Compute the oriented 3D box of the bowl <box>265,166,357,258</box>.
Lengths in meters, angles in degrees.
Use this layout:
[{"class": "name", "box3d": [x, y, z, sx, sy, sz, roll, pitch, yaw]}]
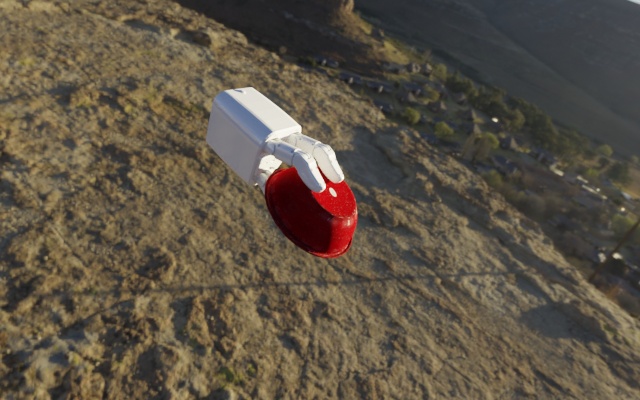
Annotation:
[{"class": "bowl", "box3d": [0.001, 0.003, 0.700, 0.162, 0.162, 0.055, 0, -34, -47]}]
